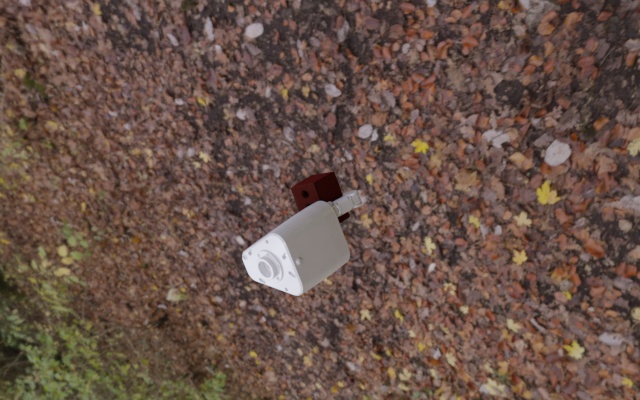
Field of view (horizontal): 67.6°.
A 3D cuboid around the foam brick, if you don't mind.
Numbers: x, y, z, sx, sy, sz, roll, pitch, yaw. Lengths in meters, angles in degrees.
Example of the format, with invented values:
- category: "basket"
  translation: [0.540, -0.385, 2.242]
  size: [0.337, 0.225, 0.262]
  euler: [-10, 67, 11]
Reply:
- category: "foam brick"
  translation: [0.000, 0.002, 0.726]
  size: [0.053, 0.078, 0.051]
  euler: [-10, 15, 45]
